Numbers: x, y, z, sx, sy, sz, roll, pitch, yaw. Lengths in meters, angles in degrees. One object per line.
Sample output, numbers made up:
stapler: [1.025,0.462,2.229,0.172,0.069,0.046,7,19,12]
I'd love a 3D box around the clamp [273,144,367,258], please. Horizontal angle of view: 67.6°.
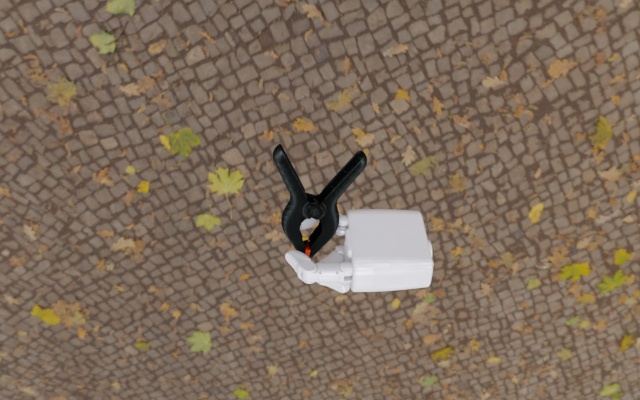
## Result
clamp: [0.000,0.003,0.637,0.120,0.172,0.039,-1,32,-2]
